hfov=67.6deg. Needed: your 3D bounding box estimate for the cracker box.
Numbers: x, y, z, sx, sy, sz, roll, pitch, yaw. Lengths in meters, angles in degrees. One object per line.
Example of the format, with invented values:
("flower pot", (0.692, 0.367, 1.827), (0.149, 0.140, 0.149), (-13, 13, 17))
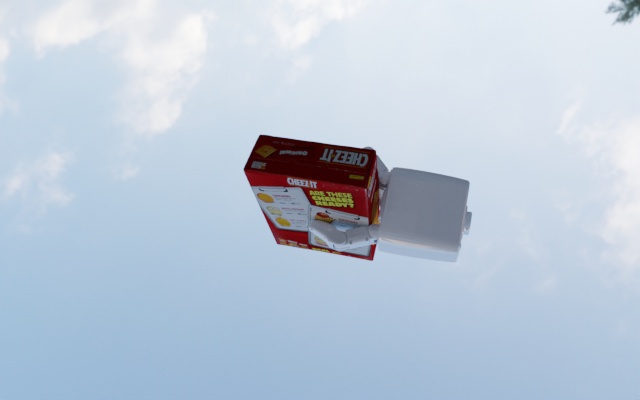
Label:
("cracker box", (0.000, 0.003, 0.692), (0.164, 0.072, 0.214), (9, -30, 14))
